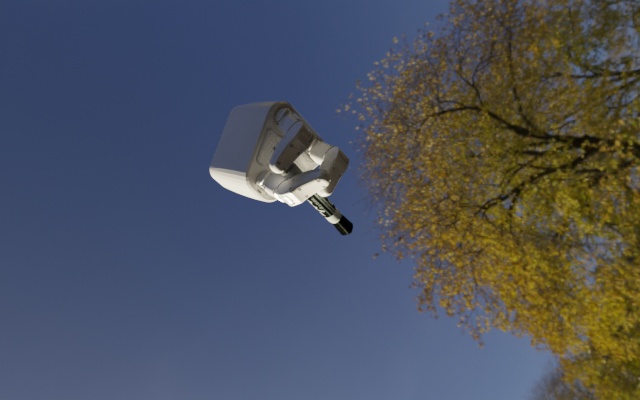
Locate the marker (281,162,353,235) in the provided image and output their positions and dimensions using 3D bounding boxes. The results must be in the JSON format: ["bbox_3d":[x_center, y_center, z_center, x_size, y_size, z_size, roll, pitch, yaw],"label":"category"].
[{"bbox_3d":[0.000,0.002,0.540,0.020,0.020,0.121,0,-36,45],"label":"marker"}]
